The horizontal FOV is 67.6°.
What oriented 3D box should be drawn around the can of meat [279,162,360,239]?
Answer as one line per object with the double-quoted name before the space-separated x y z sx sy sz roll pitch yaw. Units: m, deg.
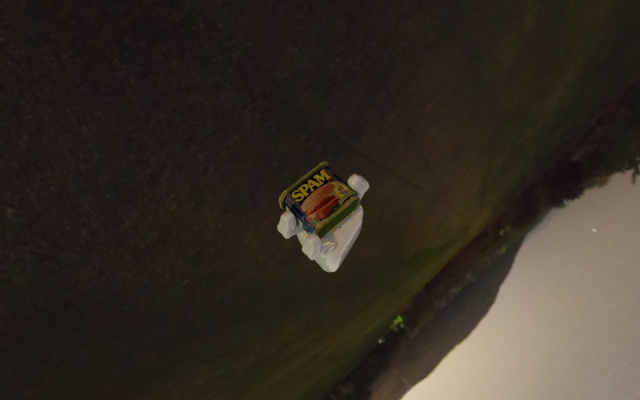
"can of meat" 0.000 0.003 0.756 0.102 0.084 0.057 -38 -20 -17
